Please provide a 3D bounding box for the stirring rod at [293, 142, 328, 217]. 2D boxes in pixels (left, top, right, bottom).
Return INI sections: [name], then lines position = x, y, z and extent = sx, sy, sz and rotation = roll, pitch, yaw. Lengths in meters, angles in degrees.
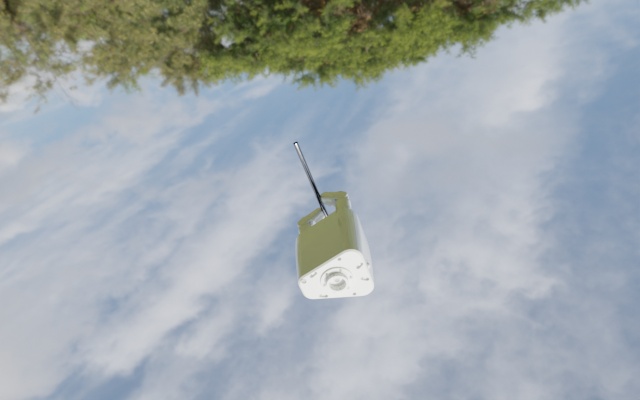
[stirring rod]
position = 0.000, 0.003, 0.830
extent = 0.011, 0.240, 0.011
rotation = -17, 31, 10
